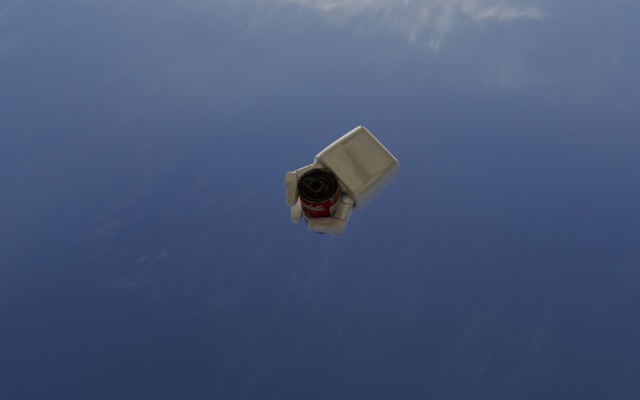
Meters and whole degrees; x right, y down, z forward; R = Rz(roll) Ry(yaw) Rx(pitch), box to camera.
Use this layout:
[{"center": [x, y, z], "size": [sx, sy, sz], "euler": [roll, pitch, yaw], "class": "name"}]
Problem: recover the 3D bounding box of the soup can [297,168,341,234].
[{"center": [0.000, 0.003, 0.805], "size": [0.068, 0.068, 0.102], "euler": [0, -33, 6], "class": "soup can"}]
